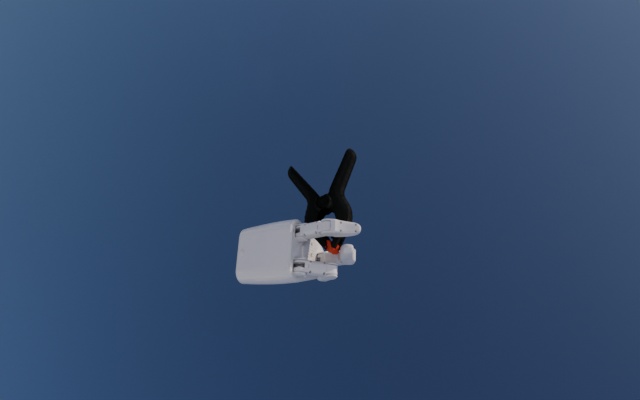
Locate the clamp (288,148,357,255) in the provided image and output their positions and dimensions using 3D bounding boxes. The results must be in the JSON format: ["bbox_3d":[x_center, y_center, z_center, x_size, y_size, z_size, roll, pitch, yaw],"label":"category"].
[{"bbox_3d":[0.000,0.003,0.770,0.120,0.171,0.039,-9,-24,28],"label":"clamp"}]
